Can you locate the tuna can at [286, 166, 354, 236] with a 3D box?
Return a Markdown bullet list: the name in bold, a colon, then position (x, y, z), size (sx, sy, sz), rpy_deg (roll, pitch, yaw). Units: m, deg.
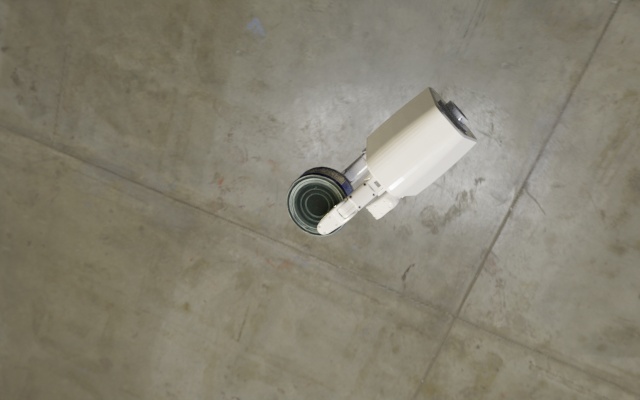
- **tuna can**: position (0.000, 0.002, 0.613), size (0.086, 0.086, 0.033), rpy_deg (0, 19, 18)
